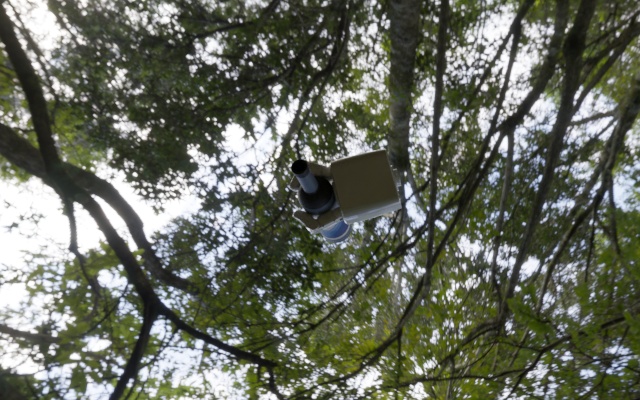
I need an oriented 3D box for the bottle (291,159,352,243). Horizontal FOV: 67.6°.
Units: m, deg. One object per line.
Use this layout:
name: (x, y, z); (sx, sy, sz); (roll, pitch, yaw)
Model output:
bottle: (0.000, 0.003, 0.892); (0.069, 0.069, 0.296); (0, -23, 15)
